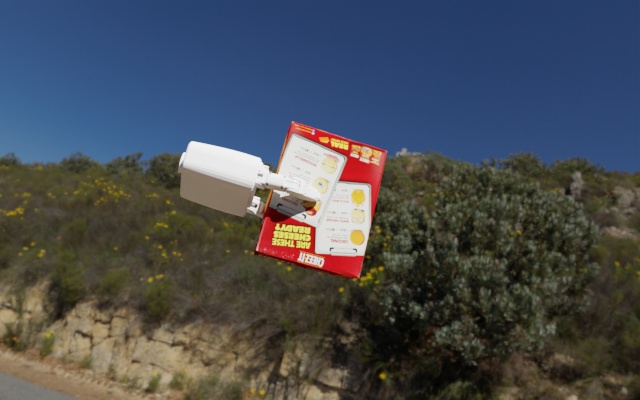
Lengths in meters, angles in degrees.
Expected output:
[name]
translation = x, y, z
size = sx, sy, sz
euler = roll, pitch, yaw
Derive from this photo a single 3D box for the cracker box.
[cracker box]
translation = 0.000, 0.002, 0.764
size = 0.164, 0.213, 0.072
euler = 16, -14, -8
